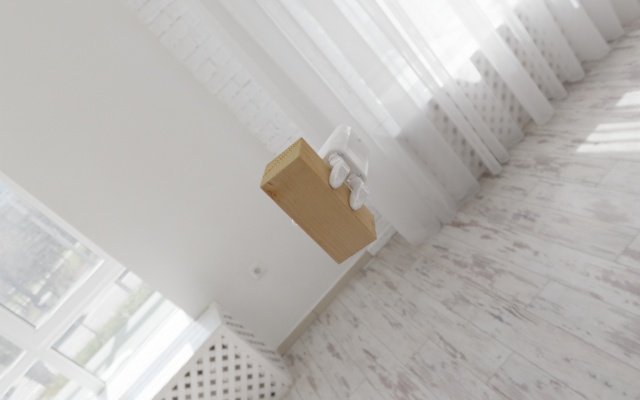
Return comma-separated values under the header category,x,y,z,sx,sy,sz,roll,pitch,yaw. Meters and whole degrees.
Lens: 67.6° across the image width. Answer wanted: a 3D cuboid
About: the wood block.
category,x,y,z,sx,sy,sz,roll,pitch,yaw
wood block,0.000,0.003,0.847,0.091,0.206,0.090,-36,22,20
